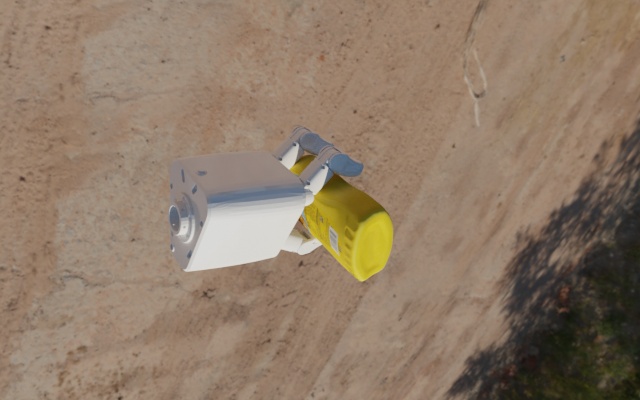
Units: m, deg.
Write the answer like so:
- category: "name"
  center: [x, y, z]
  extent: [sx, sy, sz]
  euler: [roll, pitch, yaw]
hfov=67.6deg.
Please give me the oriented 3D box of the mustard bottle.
- category: "mustard bottle"
  center: [0.001, 0.002, 0.550]
  extent: [0.058, 0.096, 0.191]
  euler: [-29, 46, -23]
